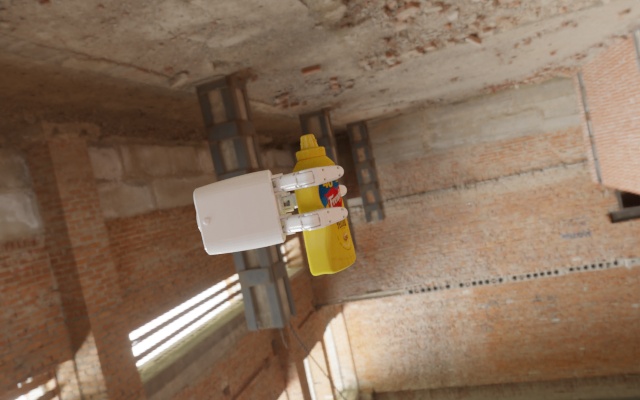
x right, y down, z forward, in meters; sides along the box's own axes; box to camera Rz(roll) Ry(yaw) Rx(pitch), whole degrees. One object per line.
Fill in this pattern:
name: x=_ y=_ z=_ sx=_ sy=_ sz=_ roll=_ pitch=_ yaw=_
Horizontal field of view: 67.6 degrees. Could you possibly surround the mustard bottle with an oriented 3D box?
mustard bottle: x=0.000 y=0.002 z=0.674 sx=0.058 sy=0.191 sz=0.096 roll=-11 pitch=2 yaw=25
